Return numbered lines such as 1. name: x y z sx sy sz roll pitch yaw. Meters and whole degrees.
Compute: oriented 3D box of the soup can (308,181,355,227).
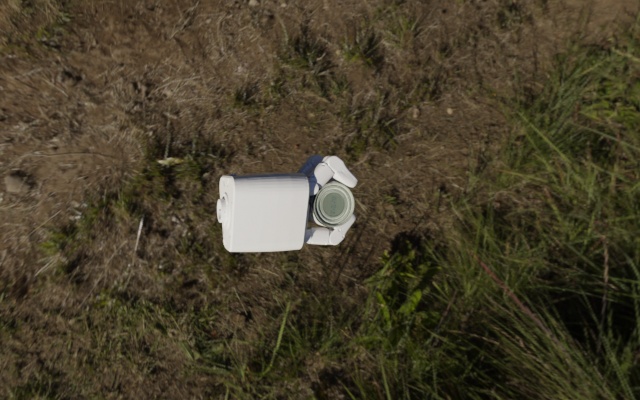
1. soup can: 0.001 0.003 0.724 0.068 0.068 0.102 0 4 -23
